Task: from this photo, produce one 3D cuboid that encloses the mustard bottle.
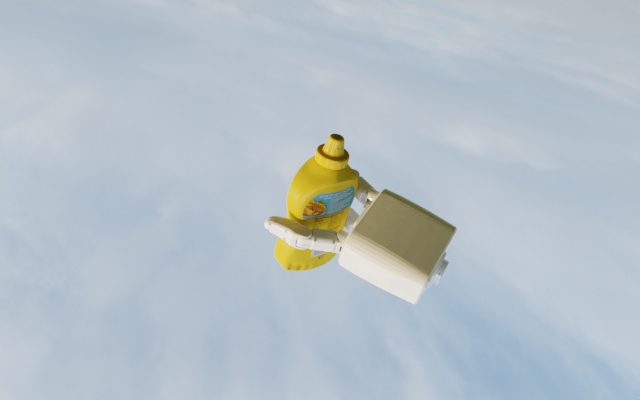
[{"bbox_3d":[0.000,0.002,0.609,0.096,0.192,0.058,-14,45,-33],"label":"mustard bottle"}]
